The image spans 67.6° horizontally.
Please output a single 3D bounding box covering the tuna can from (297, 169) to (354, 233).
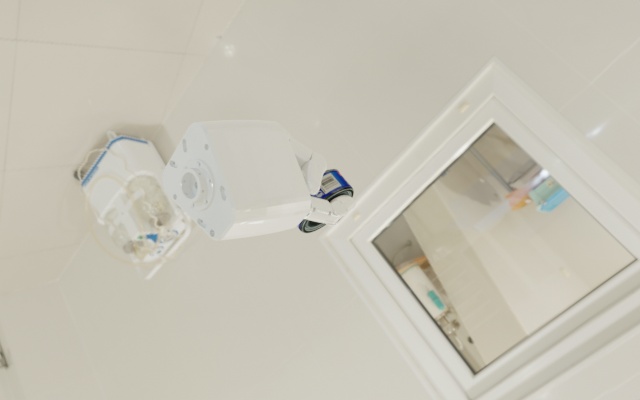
[{"bbox_3d":[0.000,0.002,0.598,0.086,0.033,0.086,-35,-19,-14],"label":"tuna can"}]
